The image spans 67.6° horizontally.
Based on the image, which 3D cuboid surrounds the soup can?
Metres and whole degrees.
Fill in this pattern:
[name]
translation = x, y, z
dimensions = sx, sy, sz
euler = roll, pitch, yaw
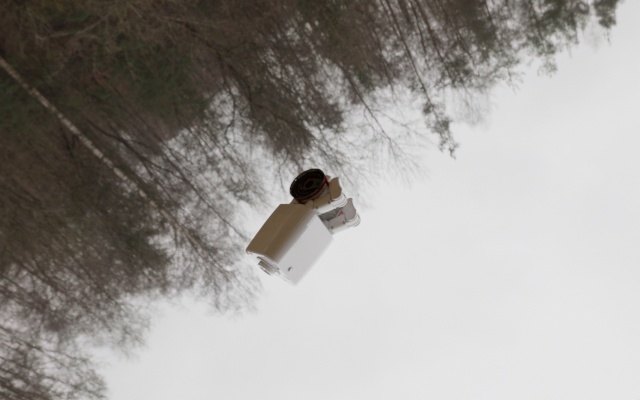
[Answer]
[soup can]
translation = 0.000, 0.003, 0.832
dimensions = 0.068, 0.068, 0.102
euler = 0, -40, 37
